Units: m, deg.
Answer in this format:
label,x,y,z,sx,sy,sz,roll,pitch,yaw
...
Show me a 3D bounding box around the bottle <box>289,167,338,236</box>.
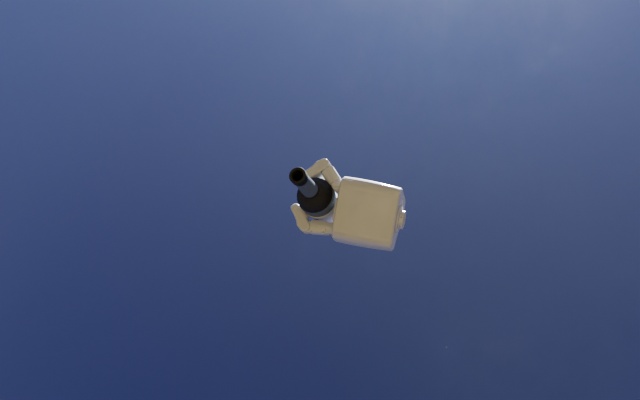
label,x,y,z,sx,sy,sz,roll,pitch,yaw
bottle,0.000,0.003,0.873,0.069,0.069,0.296,0,-17,15
